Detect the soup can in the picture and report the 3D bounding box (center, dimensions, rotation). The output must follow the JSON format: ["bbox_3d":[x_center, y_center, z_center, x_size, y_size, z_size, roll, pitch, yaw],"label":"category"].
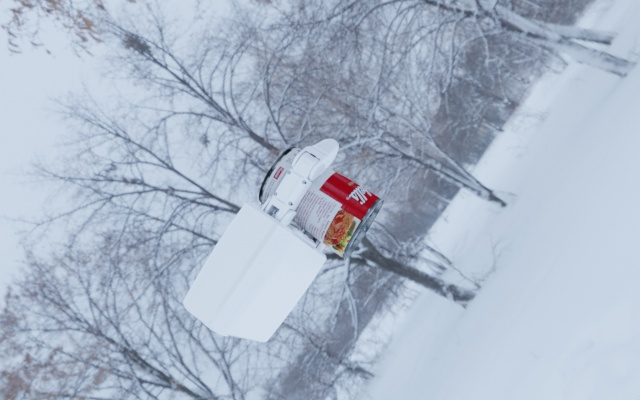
[{"bbox_3d":[0.000,0.001,0.463,0.102,0.068,0.068,32,7,12],"label":"soup can"}]
